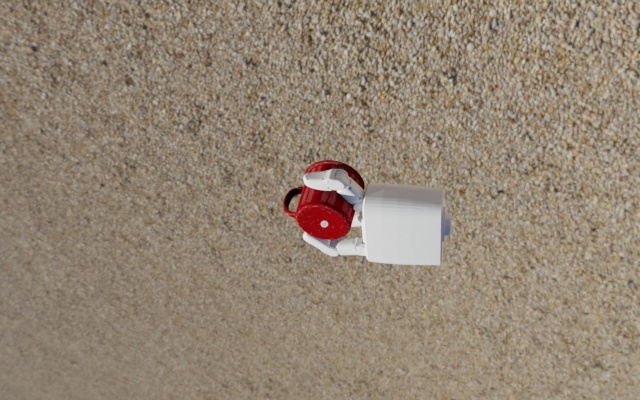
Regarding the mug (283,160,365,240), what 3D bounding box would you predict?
[{"bbox_3d":[-0.001,0.002,0.695,0.117,0.081,0.093,1,-41,18],"label":"mug"}]
